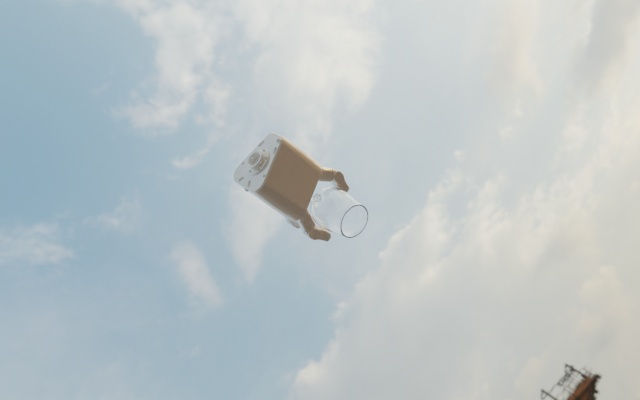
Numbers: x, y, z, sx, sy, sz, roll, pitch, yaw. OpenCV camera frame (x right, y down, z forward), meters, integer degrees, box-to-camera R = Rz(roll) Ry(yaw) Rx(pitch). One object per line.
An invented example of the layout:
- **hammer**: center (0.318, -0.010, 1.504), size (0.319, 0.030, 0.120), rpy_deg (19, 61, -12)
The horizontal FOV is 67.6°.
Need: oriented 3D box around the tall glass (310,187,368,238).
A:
- **tall glass**: center (0.000, 0.003, 0.890), size (0.079, 0.079, 0.201), rpy_deg (0, 20, -39)
